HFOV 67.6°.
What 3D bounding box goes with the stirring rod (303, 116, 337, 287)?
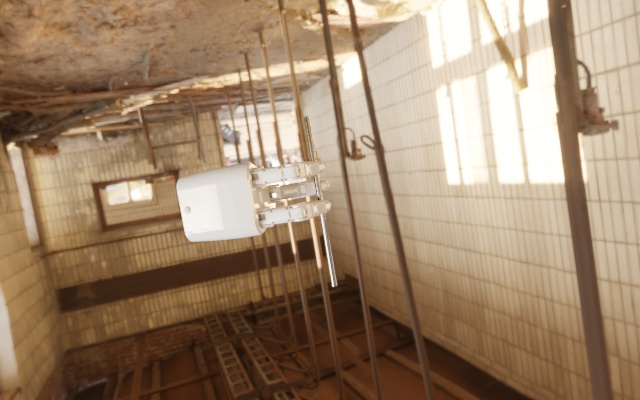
[{"bbox_3d":[0.000,0.002,0.667,0.011,0.239,0.011,-10,4,1],"label":"stirring rod"}]
